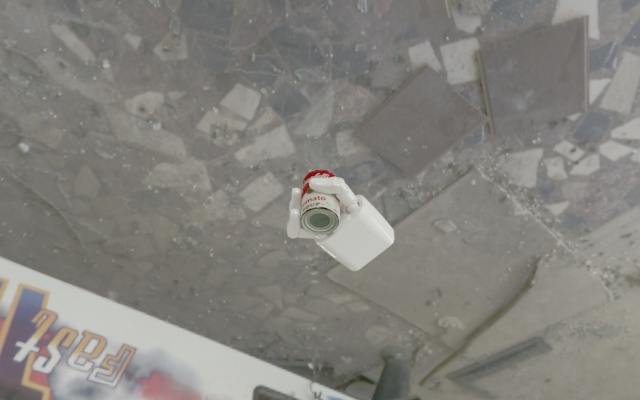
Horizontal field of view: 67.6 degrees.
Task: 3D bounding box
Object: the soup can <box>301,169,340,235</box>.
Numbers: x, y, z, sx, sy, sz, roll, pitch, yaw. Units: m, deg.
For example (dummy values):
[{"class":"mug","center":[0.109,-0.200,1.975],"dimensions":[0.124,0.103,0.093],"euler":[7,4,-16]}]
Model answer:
[{"class":"soup can","center":[0.000,0.003,0.845],"dimensions":[0.068,0.069,0.102],"euler":[0,43,2]}]
